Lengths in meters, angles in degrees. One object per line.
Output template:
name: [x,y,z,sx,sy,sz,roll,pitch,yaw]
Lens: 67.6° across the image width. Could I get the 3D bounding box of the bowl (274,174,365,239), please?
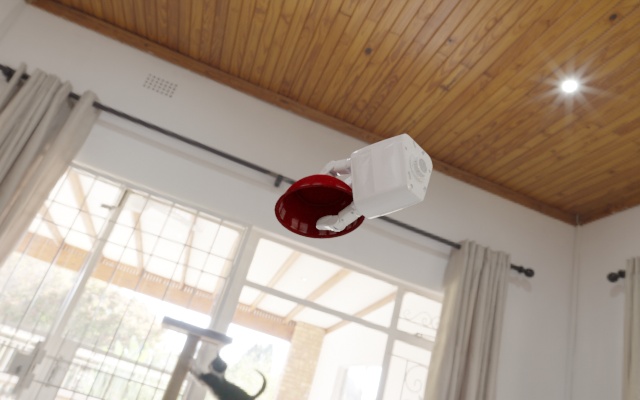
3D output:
bowl: [-0.001,0.003,0.859,0.162,0.055,0.162,1,-38,1]
